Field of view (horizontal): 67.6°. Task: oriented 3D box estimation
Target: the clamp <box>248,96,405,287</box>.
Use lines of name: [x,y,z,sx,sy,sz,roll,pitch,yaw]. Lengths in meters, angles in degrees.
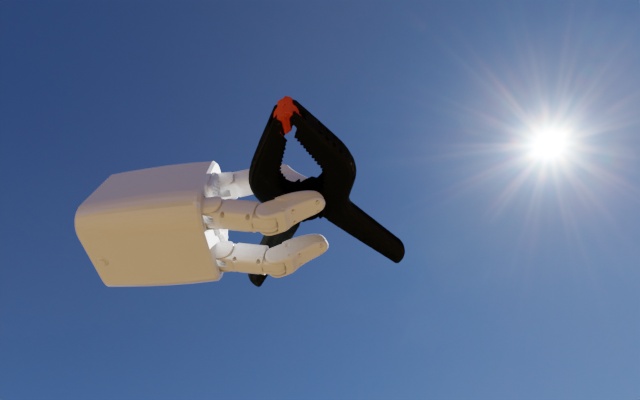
clamp: [0.000,0.001,0.444,0.164,0.210,0.036,-6,41,-1]
